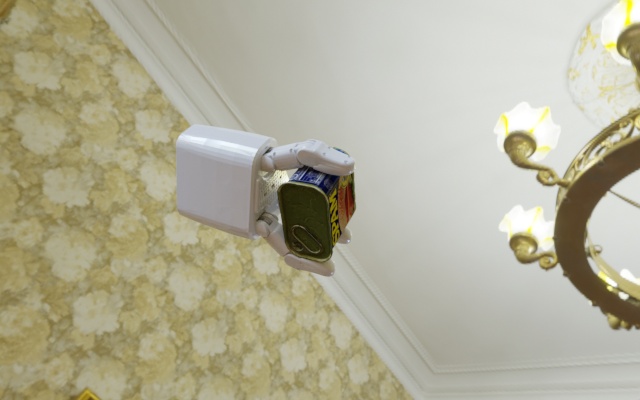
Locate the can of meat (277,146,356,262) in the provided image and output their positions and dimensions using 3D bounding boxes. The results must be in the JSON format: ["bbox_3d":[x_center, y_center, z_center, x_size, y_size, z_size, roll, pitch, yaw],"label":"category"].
[{"bbox_3d":[0.000,0.001,0.528,0.057,0.102,0.084,11,39,21],"label":"can of meat"}]
